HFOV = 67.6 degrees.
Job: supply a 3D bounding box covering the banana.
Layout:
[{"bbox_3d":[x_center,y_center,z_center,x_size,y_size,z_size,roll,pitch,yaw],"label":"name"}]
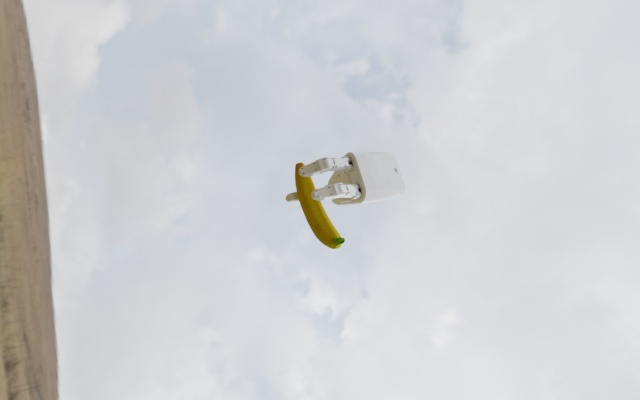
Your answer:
[{"bbox_3d":[-0.004,0.018,0.854,0.037,0.197,0.070,-7,-41,-30],"label":"banana"}]
